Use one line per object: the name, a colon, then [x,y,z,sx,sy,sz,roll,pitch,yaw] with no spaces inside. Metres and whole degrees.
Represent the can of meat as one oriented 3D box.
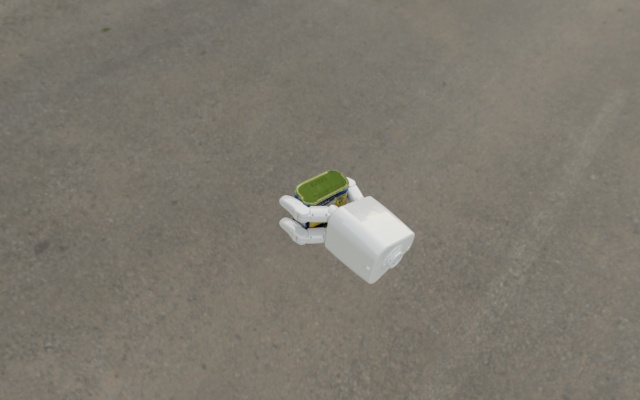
can of meat: [0.000,0.002,0.838,0.102,0.084,0.057,-27,56,-27]
